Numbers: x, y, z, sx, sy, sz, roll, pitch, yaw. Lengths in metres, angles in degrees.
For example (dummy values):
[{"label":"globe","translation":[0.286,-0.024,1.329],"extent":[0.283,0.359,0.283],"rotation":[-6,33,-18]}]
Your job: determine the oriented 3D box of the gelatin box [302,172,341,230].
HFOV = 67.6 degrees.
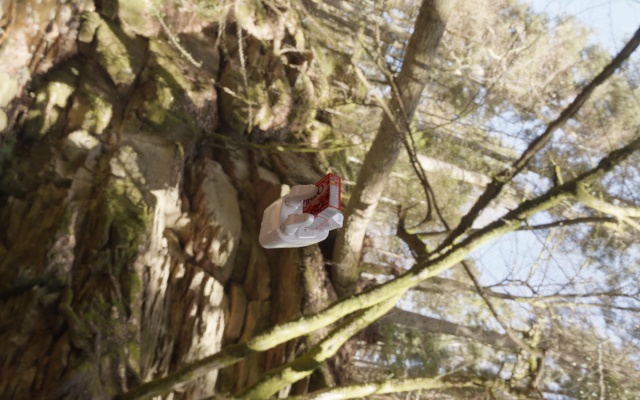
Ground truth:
[{"label":"gelatin box","translation":[0.001,0.003,0.862],"extent":[0.030,0.073,0.089],"rotation":[22,-38,-28]}]
